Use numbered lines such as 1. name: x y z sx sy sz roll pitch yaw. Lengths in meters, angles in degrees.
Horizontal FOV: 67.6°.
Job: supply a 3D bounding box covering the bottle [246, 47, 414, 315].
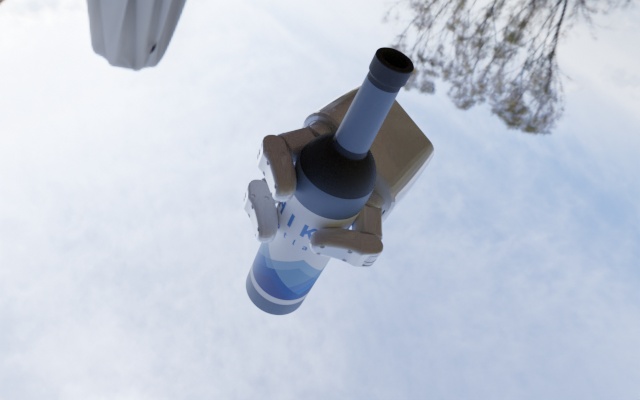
1. bottle: 0.000 0.002 0.412 0.069 0.069 0.296 0 -39 -25
